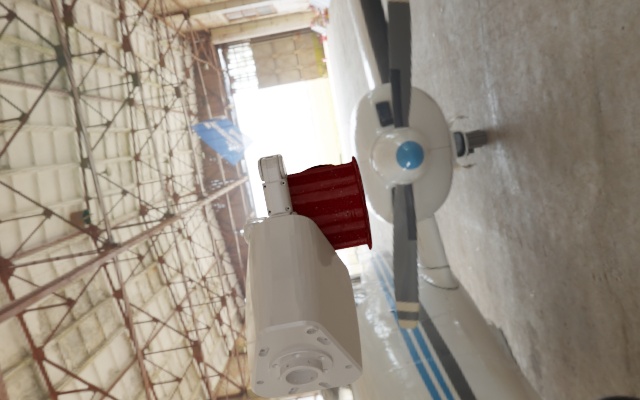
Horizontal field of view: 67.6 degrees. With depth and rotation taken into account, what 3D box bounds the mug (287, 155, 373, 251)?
[{"bbox_3d":[0.000,0.001,0.473,0.081,0.093,0.117,-11,42,1],"label":"mug"}]
